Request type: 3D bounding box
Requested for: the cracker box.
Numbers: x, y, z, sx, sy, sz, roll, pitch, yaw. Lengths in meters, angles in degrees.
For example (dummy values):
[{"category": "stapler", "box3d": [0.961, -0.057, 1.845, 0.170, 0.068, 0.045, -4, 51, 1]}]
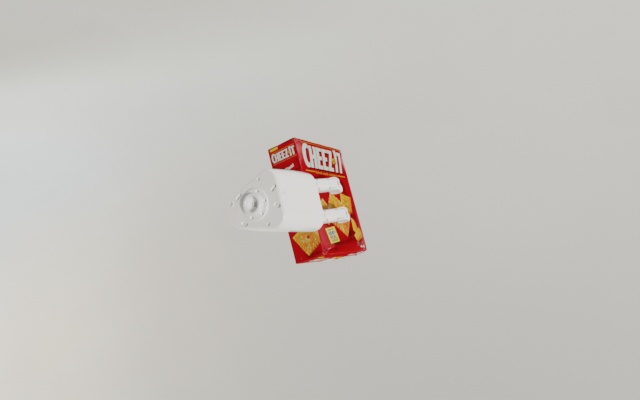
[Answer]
[{"category": "cracker box", "box3d": [0.000, 0.003, 0.883, 0.072, 0.213, 0.164, -21, -14, 30]}]
